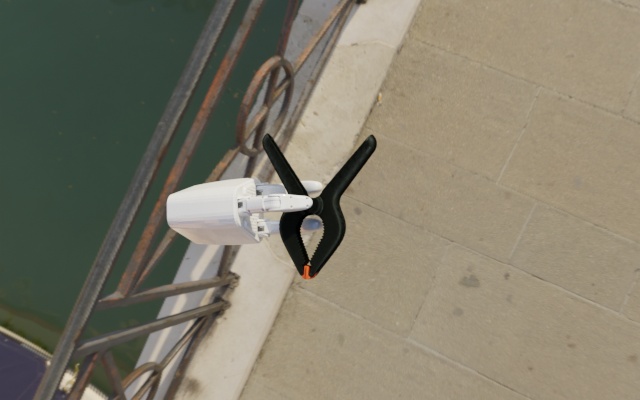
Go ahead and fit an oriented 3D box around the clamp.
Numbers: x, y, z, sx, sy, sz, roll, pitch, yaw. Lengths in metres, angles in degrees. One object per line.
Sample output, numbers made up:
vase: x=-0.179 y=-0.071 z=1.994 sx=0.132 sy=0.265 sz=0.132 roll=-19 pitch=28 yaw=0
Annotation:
clamp: x=0.000 y=0.003 z=0.659 sx=0.164 sy=0.210 sz=0.036 roll=-4 pitch=-7 yaw=16
